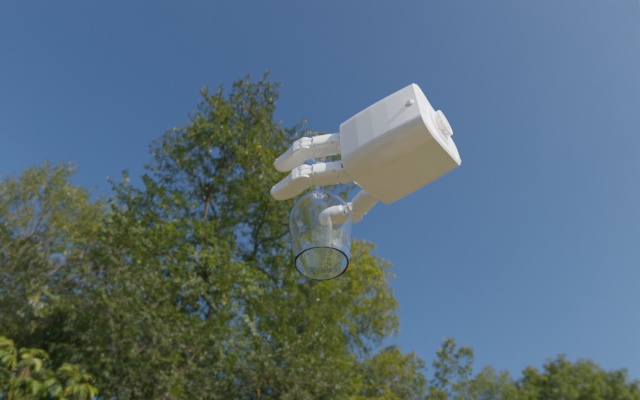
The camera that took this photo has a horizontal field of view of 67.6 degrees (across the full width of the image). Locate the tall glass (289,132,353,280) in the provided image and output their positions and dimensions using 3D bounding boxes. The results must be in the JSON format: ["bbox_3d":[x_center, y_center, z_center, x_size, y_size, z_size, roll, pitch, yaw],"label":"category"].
[{"bbox_3d":[0.000,0.002,0.608,0.079,0.079,0.200,0,45,0],"label":"tall glass"}]
